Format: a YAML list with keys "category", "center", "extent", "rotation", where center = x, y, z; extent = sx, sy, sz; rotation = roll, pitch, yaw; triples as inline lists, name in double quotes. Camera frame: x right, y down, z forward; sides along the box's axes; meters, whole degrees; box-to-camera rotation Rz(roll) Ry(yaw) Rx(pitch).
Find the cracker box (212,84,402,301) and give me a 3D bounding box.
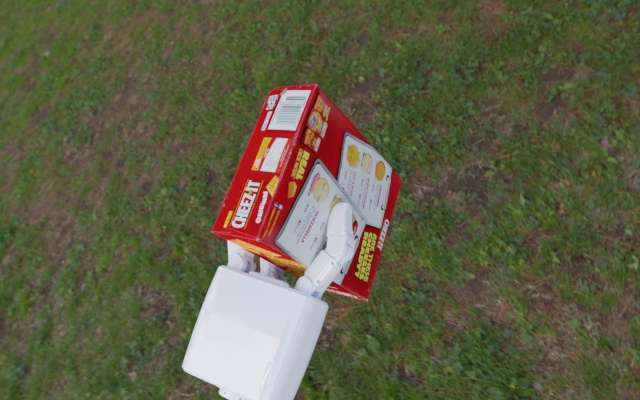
- category: "cracker box"
  center: [0.000, 0.002, 0.528]
  extent: [0.072, 0.164, 0.214]
  rotation: [7, -20, 36]
